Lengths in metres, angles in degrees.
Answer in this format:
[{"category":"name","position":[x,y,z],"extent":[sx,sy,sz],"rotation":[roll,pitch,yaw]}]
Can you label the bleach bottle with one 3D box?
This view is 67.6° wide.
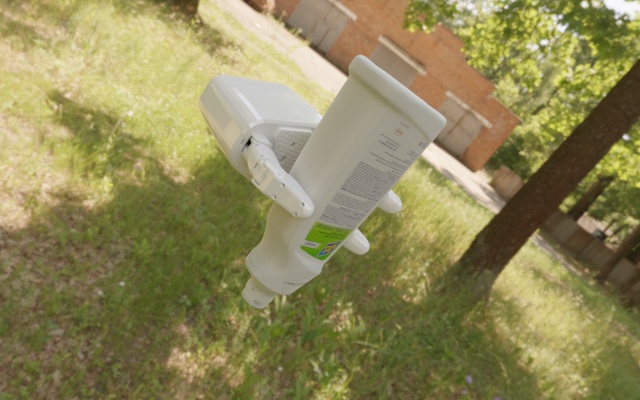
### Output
[{"category":"bleach bottle","position":[0.000,0.001,0.438],"extent":[0.102,0.251,0.068],"rotation":[19,25,-47]}]
